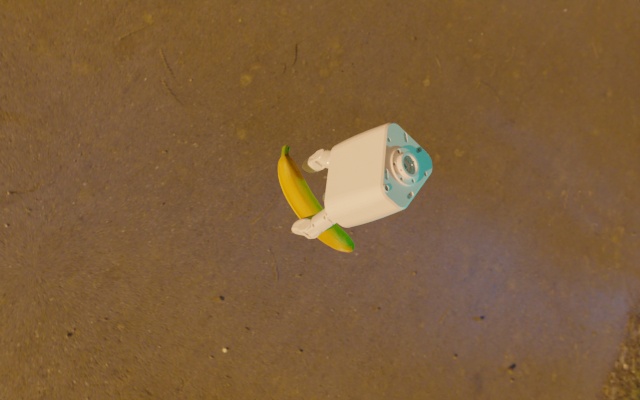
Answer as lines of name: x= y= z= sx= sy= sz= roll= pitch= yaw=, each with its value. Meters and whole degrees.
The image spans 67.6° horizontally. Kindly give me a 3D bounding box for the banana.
banana: x=-0.011 y=0.008 z=0.724 sx=0.037 sy=0.198 sz=0.069 roll=-24 pitch=11 yaw=41
